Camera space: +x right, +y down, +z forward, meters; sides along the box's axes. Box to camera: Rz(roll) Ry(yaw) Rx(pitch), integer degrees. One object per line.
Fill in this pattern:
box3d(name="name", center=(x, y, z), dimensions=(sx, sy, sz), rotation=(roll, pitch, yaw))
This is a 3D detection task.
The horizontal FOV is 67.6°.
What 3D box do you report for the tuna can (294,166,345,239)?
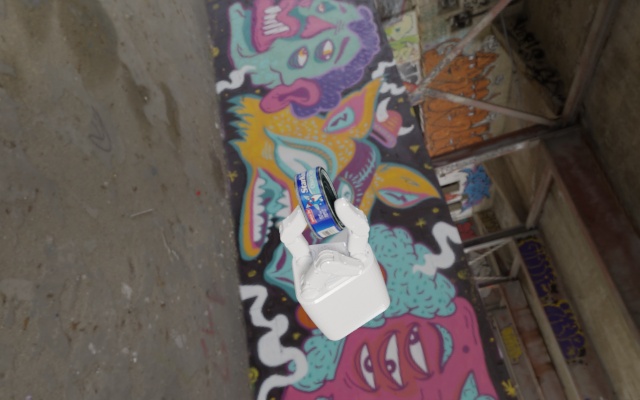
box3d(name="tuna can", center=(0.001, 0.002, 0.588), dimensions=(0.034, 0.086, 0.086), rotation=(-21, -4, 11))
